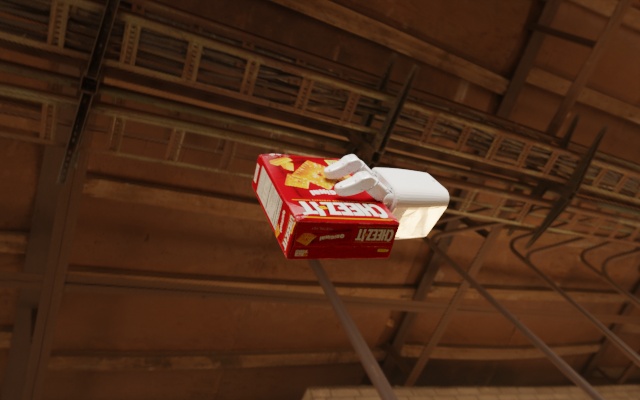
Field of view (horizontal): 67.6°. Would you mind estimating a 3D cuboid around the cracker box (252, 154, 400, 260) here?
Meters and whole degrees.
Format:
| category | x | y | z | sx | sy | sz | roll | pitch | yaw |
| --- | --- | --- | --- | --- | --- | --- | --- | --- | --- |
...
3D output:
| category | x | y | z | sx | sy | sz | roll | pitch | yaw |
| --- | --- | --- | --- | --- | --- | --- | --- | --- | --- |
| cracker box | 0.000 | 0.003 | 0.745 | 0.164 | 0.072 | 0.213 | 2 | 29 | -24 |
